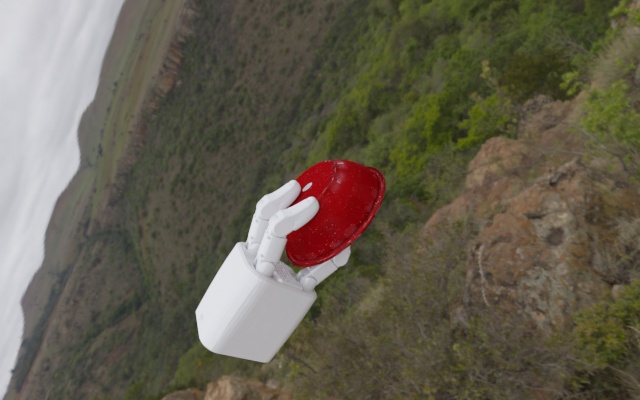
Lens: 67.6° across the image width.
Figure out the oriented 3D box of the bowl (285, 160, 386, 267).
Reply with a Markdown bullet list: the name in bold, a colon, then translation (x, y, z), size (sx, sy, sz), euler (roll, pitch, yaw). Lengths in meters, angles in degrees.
- **bowl**: translation (0.001, 0.001, 0.593), size (0.055, 0.162, 0.162), euler (45, -23, -25)
